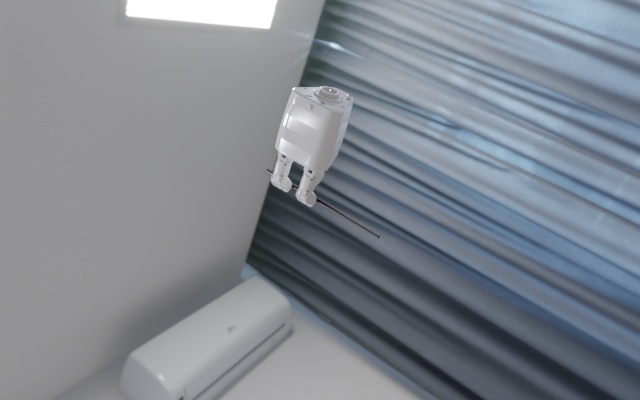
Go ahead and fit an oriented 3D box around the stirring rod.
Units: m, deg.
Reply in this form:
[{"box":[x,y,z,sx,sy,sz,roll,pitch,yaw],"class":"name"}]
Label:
[{"box":[0.000,0.003,0.833,0.239,0.011,0.011,31,11,20],"class":"stirring rod"}]
